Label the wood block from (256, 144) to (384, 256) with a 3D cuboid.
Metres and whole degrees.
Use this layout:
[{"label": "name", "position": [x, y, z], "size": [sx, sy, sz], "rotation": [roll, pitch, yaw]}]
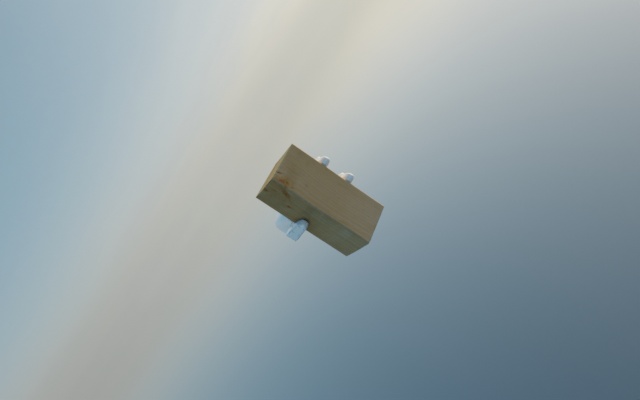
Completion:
[{"label": "wood block", "position": [0.000, 0.003, 0.876], "size": [0.206, 0.090, 0.090], "rotation": [33, -32, -11]}]
